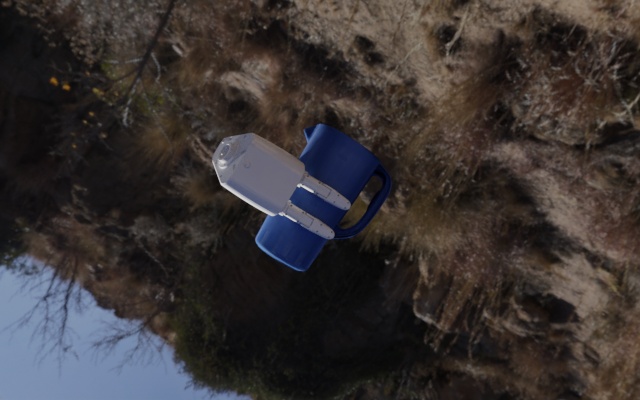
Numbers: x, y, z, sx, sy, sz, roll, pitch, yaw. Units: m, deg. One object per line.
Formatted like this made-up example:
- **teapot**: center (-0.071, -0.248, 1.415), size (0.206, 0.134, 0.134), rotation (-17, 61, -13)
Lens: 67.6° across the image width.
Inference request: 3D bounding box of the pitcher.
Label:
- **pitcher**: center (0.000, 0.003, 0.838), size (0.145, 0.243, 0.149), rotation (32, -1, -36)
